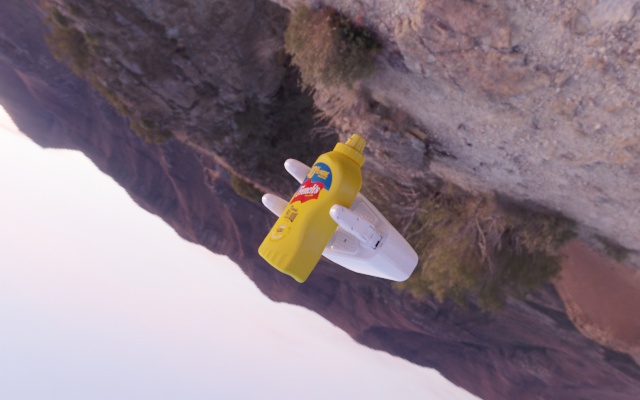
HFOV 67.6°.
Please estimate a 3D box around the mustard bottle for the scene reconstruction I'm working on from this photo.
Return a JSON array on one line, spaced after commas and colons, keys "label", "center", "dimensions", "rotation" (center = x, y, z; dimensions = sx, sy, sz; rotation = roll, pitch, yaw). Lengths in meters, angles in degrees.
[{"label": "mustard bottle", "center": [0.000, 0.002, 0.592], "dimensions": [0.058, 0.191, 0.096], "rotation": [35, -5, -24]}]
